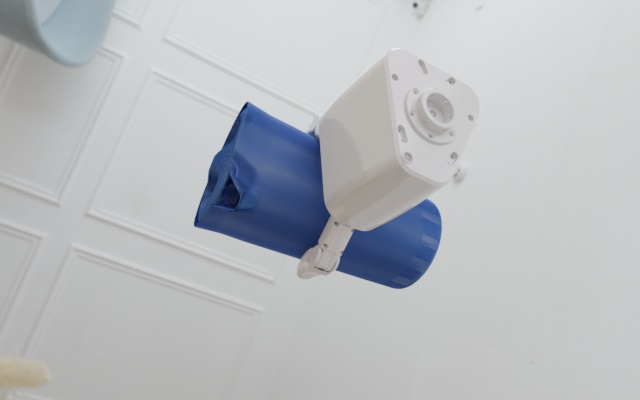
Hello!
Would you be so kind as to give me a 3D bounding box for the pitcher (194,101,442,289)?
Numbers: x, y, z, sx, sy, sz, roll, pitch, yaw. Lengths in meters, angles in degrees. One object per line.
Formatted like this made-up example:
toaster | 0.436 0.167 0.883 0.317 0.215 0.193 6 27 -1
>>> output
pitcher | 0.000 0.002 0.512 0.243 0.149 0.145 23 -29 -18
